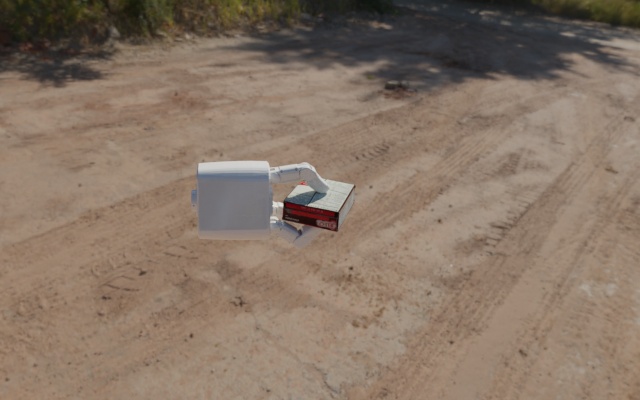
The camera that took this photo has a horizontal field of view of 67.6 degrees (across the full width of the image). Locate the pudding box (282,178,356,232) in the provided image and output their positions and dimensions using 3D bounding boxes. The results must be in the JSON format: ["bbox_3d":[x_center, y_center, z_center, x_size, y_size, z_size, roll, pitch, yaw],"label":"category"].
[{"bbox_3d":[0.000,0.002,0.757,0.090,0.039,0.113,13,29,13],"label":"pudding box"}]
